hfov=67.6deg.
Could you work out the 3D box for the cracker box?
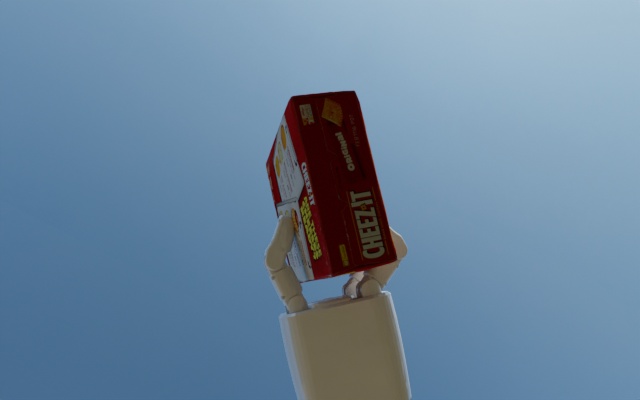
[{"bbox_3d":[0.000,0.002,0.515,0.072,0.164,0.214,-11,-9,-15],"label":"cracker box"}]
